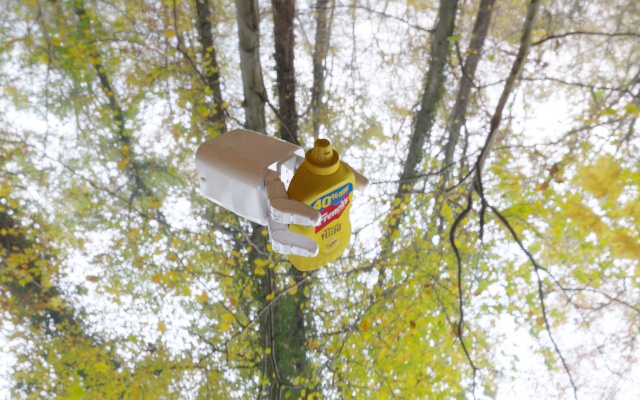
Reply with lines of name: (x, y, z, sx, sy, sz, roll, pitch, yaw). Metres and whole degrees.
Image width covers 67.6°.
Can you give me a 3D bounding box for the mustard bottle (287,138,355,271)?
mustard bottle: (0.000, 0.002, 0.608, 0.096, 0.192, 0.058, -27, 51, -26)
